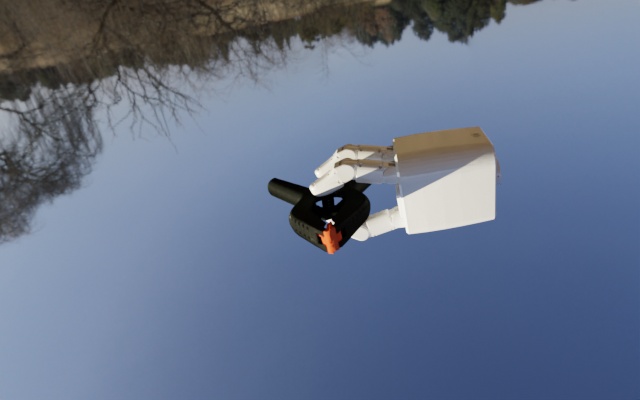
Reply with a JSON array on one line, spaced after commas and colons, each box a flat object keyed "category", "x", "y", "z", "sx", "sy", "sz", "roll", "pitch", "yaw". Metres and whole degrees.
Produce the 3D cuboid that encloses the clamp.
[{"category": "clamp", "x": 0.000, "y": 0.003, "z": 0.580, "sx": 0.164, "sy": 0.036, "sz": 0.210, "roll": -10, "pitch": 23, "yaw": 11}]
